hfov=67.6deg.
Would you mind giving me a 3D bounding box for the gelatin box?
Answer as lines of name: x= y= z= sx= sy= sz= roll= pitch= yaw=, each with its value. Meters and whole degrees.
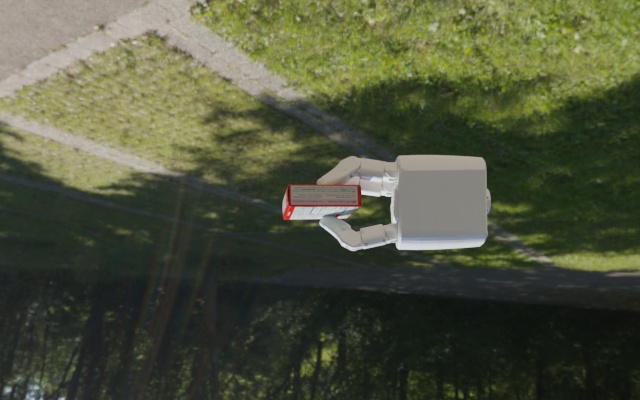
gelatin box: x=0.000 y=0.002 z=0.591 sx=0.089 sy=0.030 sz=0.073 roll=-1 pitch=-13 yaw=-10
